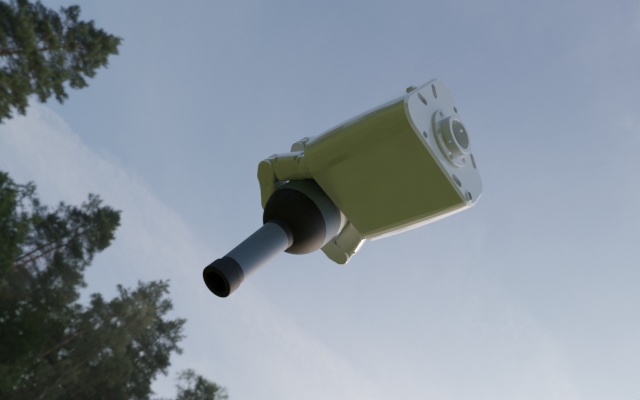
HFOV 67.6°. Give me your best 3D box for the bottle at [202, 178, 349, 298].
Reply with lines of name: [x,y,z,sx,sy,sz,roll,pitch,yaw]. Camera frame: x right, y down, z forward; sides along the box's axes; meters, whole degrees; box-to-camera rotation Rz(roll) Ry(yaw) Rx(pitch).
bottle: [0.000,0.001,0.461,0.069,0.069,0.295,0,24,35]
